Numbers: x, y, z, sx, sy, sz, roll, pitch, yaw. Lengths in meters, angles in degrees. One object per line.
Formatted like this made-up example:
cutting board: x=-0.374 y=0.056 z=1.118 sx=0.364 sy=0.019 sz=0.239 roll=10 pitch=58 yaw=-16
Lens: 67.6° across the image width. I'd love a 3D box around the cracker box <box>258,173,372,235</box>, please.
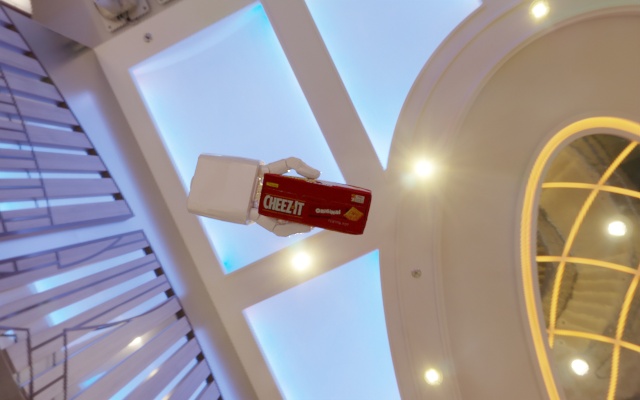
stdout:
cracker box: x=0.000 y=0.002 z=0.802 sx=0.164 sy=0.072 sz=0.213 roll=11 pitch=4 yaw=5
